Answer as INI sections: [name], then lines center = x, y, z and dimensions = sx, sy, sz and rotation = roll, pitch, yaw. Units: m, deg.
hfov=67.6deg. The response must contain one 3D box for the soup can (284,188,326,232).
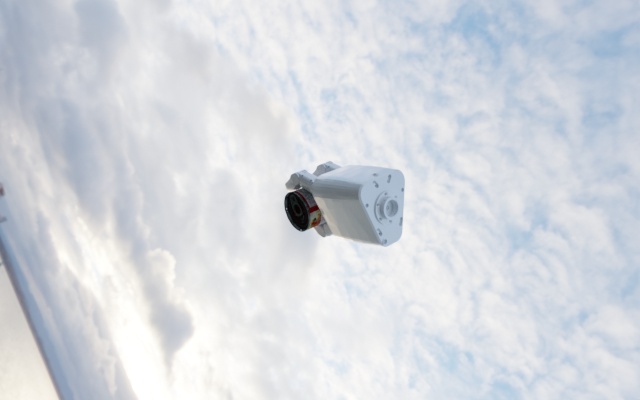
[soup can]
center = 0.000, 0.003, 0.792
dimensions = 0.102, 0.068, 0.068
rotation = -22, 12, -33
